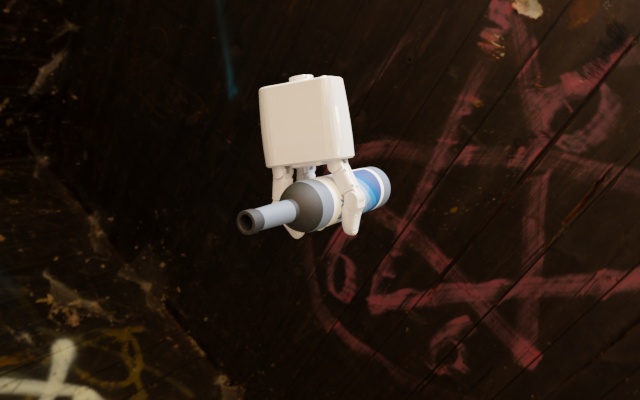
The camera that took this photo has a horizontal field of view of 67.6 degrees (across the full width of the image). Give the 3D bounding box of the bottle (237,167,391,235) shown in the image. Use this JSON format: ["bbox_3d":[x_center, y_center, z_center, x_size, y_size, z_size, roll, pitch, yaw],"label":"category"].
[{"bbox_3d":[0.000,0.002,0.635,0.069,0.069,0.295,0,9,34],"label":"bottle"}]
